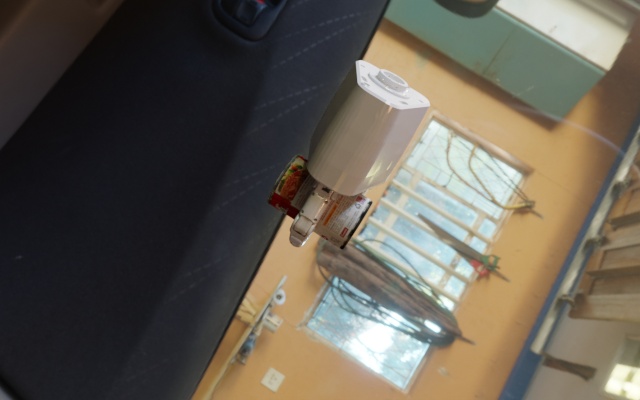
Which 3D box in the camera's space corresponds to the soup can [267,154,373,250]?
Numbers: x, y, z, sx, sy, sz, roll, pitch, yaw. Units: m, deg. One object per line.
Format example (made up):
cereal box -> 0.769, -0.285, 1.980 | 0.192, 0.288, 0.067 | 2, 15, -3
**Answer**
soup can -> 0.000, 0.002, 0.547 | 0.102, 0.068, 0.068 | 32, 2, 4
